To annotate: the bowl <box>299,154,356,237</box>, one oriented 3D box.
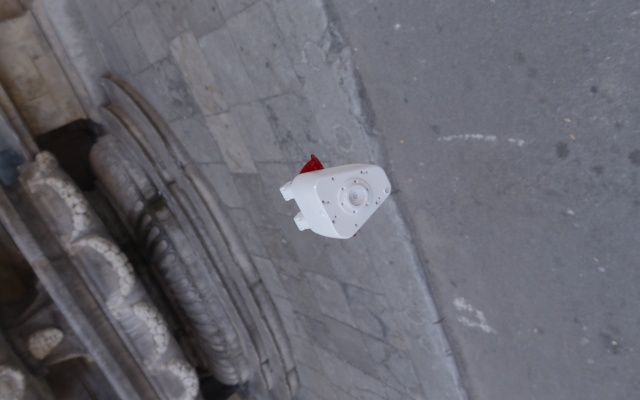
[{"bbox_3d":[0.000,0.003,0.831,0.055,0.162,0.162,-28,2,-4],"label":"bowl"}]
